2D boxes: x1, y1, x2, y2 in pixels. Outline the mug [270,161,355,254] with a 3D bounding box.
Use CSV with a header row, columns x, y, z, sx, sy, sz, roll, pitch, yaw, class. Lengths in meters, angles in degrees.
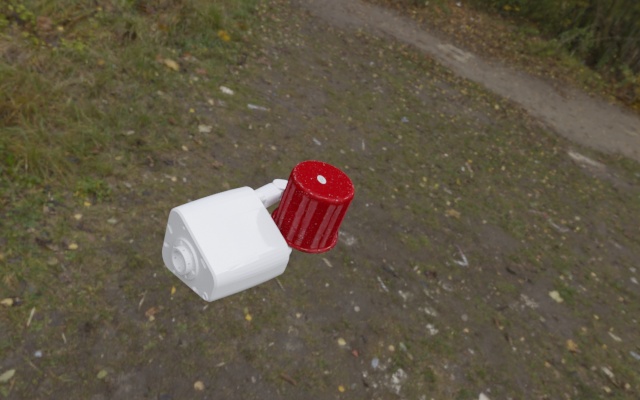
x,y,z,sx,sy,sz,roll,pitch,yaw,class
0.001,0.001,0.603,0.093,0.081,0.117,42,39,25,mug
